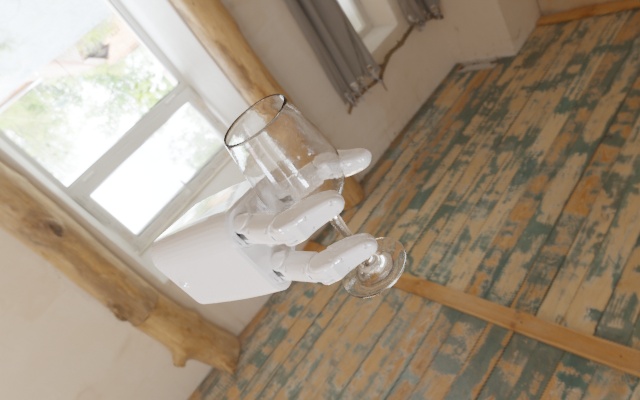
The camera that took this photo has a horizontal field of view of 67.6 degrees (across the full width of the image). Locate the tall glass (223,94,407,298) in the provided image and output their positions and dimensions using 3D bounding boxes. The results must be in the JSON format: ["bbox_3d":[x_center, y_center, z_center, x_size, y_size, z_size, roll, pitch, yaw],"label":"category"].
[{"bbox_3d":[0.001,0.002,0.431,0.079,0.079,0.201,0,-42,45],"label":"tall glass"}]
